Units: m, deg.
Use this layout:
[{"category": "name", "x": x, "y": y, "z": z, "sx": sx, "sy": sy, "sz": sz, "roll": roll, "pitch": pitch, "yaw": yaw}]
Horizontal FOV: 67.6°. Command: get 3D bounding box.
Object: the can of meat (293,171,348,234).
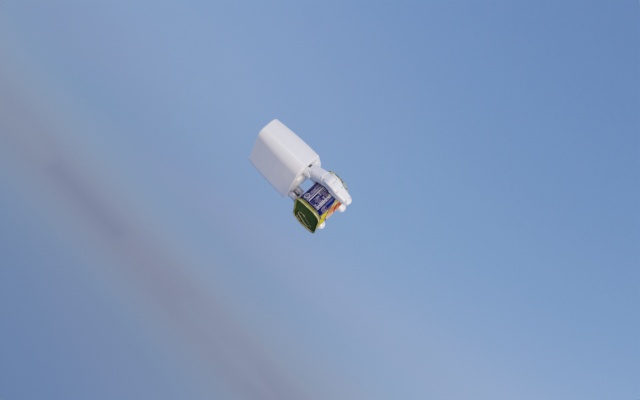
[{"category": "can of meat", "x": 0.000, "y": 0.003, "z": 0.870, "sx": 0.084, "sy": 0.057, "sz": 0.102, "roll": -44, "pitch": -10, "yaw": -20}]
